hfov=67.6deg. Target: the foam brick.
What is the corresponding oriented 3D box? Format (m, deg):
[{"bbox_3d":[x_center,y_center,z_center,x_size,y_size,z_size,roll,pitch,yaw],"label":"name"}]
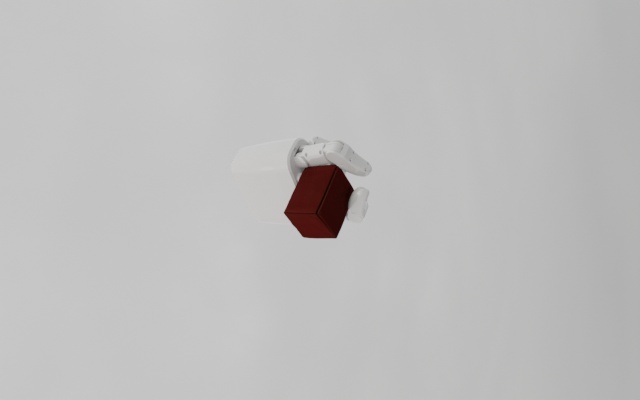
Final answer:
[{"bbox_3d":[0.000,0.002,0.588,0.051,0.078,0.053,-2,-41,34],"label":"foam brick"}]
